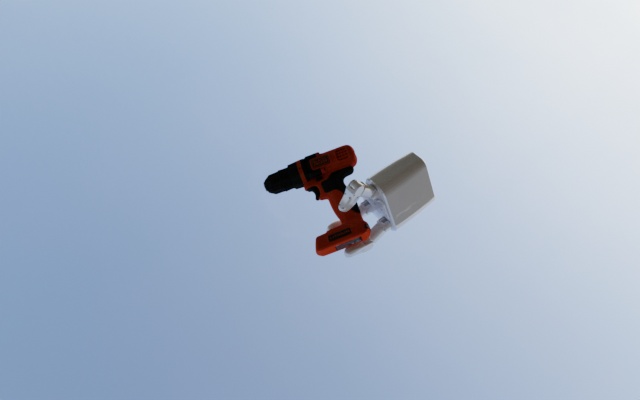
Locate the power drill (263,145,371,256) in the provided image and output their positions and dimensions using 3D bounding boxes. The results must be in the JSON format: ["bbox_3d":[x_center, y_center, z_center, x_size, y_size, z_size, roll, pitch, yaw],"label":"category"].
[{"bbox_3d":[0.001,0.003,0.882,0.184,0.187,0.057,-21,-18,6],"label":"power drill"}]
